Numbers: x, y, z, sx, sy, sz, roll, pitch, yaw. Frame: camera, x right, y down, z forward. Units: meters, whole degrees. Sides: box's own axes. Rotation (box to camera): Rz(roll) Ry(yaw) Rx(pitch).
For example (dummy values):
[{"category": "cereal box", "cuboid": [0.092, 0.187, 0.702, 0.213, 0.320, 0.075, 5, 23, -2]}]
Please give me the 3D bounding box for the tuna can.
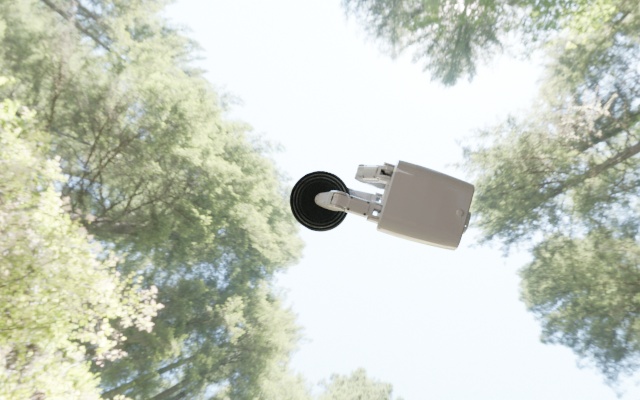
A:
[{"category": "tuna can", "cuboid": [0.000, 0.002, 0.681, 0.086, 0.086, 0.034, 0, -7, 2]}]
